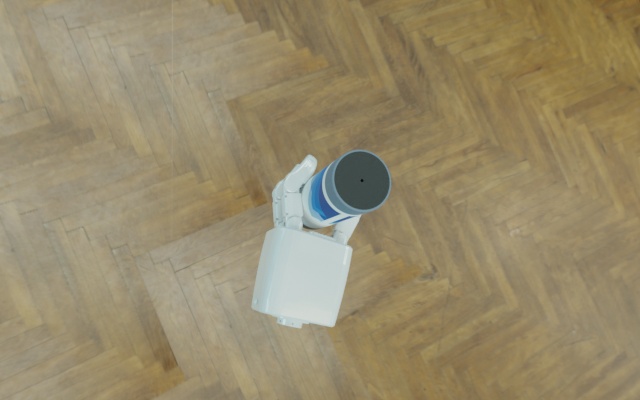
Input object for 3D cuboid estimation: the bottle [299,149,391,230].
[{"bbox_3d":[0.000,0.002,0.632,0.069,0.069,0.296,0,-9,-17],"label":"bottle"}]
